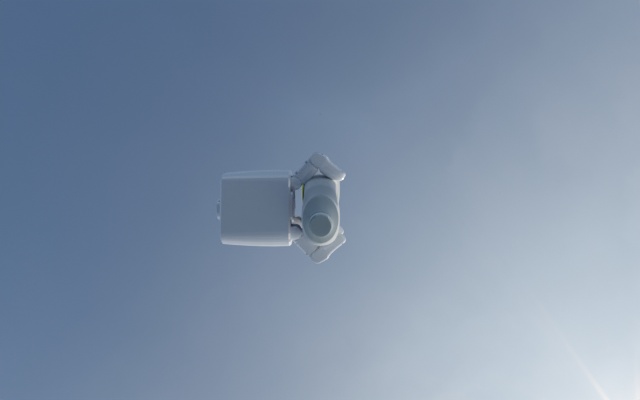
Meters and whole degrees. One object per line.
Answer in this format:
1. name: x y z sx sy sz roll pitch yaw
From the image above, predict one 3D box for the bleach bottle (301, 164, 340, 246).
1. bleach bottle: 0.000 0.003 0.734 0.068 0.102 0.250 0 10 0
